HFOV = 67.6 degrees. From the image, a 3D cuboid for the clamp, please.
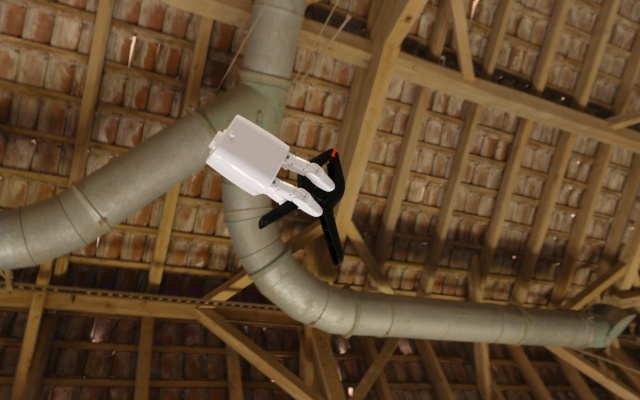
[{"bbox_3d":[0.000,0.002,0.848,0.164,0.210,0.036,35,-30,-17],"label":"clamp"}]
